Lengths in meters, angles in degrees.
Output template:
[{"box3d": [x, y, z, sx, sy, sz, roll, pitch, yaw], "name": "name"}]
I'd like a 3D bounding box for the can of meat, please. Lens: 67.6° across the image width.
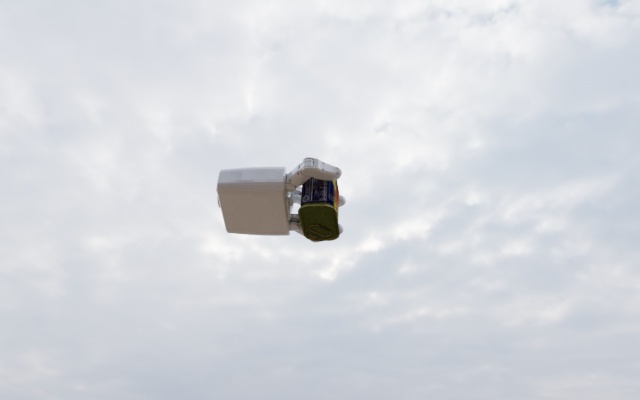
[{"box3d": [0.000, 0.002, 0.746, 0.057, 0.084, 0.102, -2, -35, 7], "name": "can of meat"}]
